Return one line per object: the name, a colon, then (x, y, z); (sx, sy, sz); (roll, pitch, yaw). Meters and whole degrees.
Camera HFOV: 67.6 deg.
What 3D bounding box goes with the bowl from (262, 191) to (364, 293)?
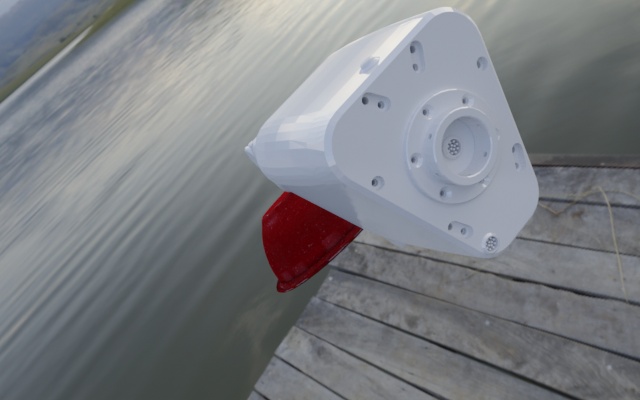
bowl: (-0.001, 0.001, 0.416); (0.055, 0.162, 0.162); (44, -6, -6)
